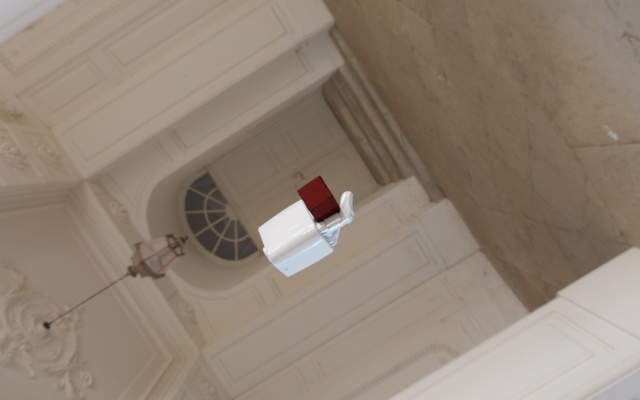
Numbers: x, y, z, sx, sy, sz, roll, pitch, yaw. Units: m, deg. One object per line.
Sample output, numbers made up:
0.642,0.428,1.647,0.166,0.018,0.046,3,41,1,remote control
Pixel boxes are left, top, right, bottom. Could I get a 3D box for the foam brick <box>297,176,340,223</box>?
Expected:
0.000,0.003,0.878,0.051,0.053,0.078,-32,-32,2,foam brick
